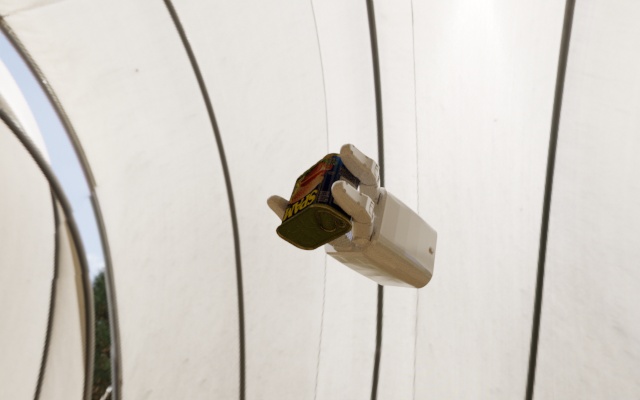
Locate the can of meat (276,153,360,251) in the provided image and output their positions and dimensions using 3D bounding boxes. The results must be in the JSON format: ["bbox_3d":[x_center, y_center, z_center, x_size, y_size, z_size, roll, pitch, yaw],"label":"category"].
[{"bbox_3d":[0.000,0.002,0.575,0.057,0.084,0.102,32,-38,-21],"label":"can of meat"}]
